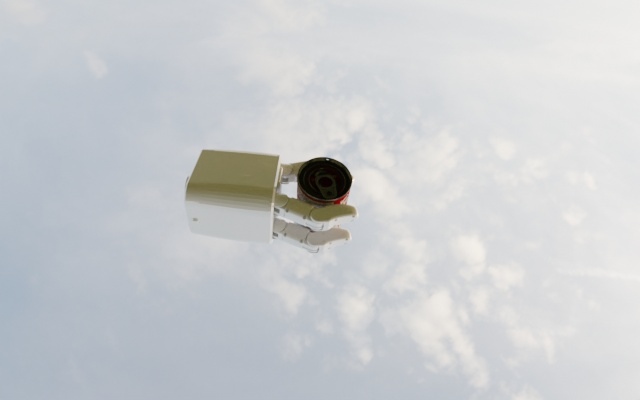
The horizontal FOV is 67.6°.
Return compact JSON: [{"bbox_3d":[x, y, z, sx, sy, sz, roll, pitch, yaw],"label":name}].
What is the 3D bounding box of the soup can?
[{"bbox_3d":[0.001,0.002,0.623,0.068,0.068,0.102,0,-36,-8],"label":"soup can"}]
